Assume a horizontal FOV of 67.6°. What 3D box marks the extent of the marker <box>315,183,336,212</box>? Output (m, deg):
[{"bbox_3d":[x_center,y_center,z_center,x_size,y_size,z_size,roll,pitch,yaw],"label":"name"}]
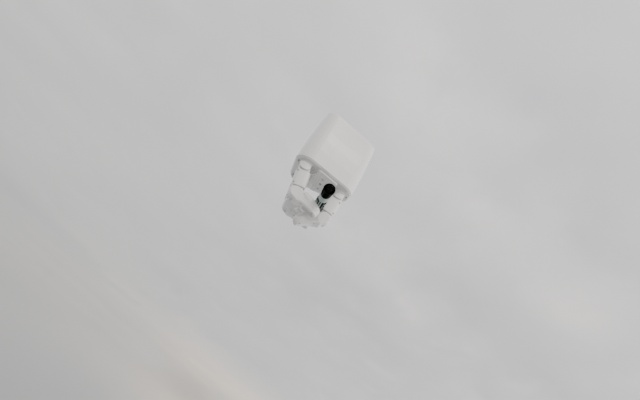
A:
[{"bbox_3d":[0.000,0.003,0.754,0.020,0.020,0.121,0,-21,-15],"label":"marker"}]
